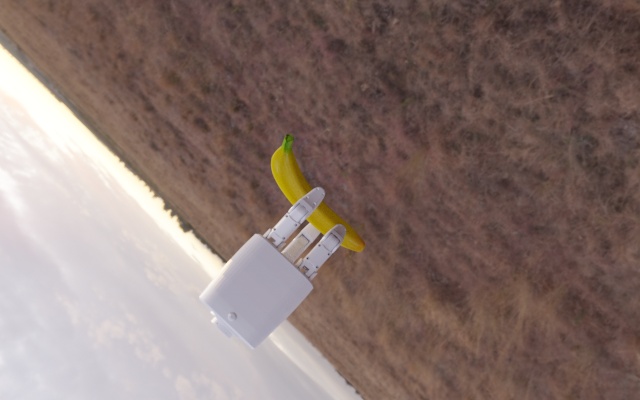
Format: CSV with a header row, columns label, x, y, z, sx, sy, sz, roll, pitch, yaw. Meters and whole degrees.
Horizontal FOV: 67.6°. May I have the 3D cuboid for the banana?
label,x,y,z,sx,sy,sz,roll,pitch,yaw
banana,-0.012,0.000,0.662,0.037,0.198,0.069,-47,23,-24
